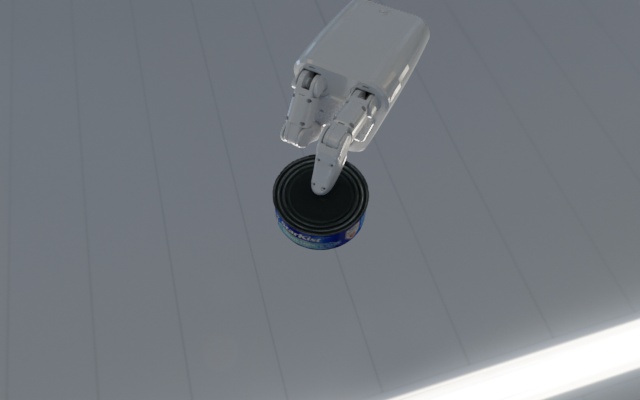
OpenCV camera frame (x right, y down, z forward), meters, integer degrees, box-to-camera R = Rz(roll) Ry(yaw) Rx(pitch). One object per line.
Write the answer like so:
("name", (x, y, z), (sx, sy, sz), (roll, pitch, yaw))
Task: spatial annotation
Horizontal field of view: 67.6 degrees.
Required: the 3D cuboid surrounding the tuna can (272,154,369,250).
("tuna can", (0.000, 0.002, 0.437), (0.086, 0.086, 0.034), (0, -32, -1))
